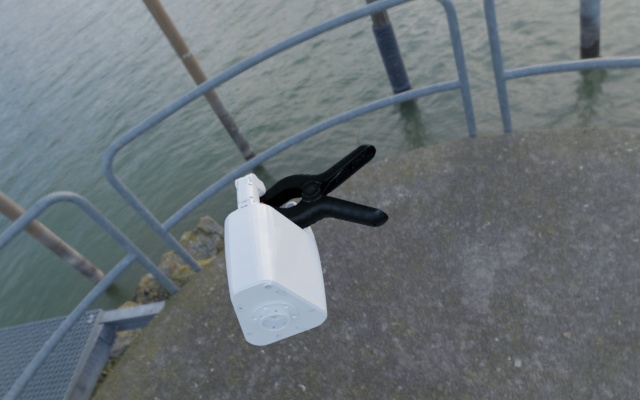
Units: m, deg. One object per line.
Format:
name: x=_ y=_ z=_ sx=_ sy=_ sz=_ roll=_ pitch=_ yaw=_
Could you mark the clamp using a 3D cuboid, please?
clamp: x=0.000 y=0.001 z=0.578 sx=0.171 sy=0.120 sz=0.039 roll=-22 pitch=-46 yaw=8
